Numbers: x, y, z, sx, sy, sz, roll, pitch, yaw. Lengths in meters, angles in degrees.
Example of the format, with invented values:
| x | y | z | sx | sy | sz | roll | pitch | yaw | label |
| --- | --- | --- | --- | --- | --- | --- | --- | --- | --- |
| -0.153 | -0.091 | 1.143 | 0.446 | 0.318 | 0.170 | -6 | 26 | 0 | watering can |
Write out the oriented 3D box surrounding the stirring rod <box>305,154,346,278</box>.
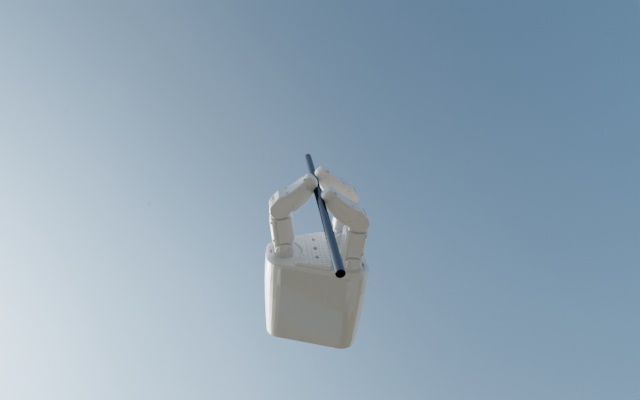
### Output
| x | y | z | sx | sy | sz | roll | pitch | yaw | label |
| --- | --- | --- | --- | --- | --- | --- | --- | --- | --- |
| 0.000 | 0.002 | 0.468 | 0.011 | 0.011 | 0.239 | 0 | 27 | -8 | stirring rod |
